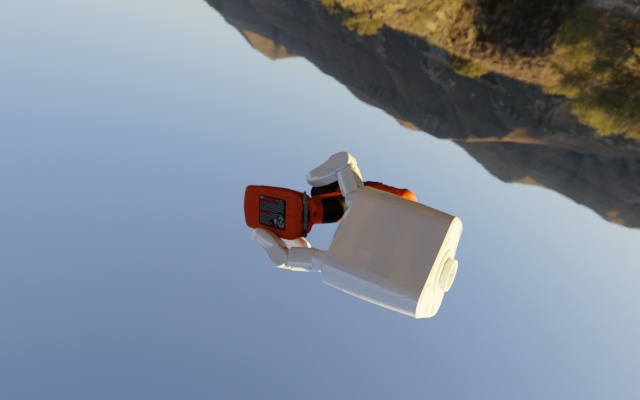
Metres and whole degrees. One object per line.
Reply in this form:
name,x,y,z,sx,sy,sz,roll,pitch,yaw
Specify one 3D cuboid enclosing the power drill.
power drill,0.000,0.002,0.610,0.187,0.057,0.184,-8,10,-40
